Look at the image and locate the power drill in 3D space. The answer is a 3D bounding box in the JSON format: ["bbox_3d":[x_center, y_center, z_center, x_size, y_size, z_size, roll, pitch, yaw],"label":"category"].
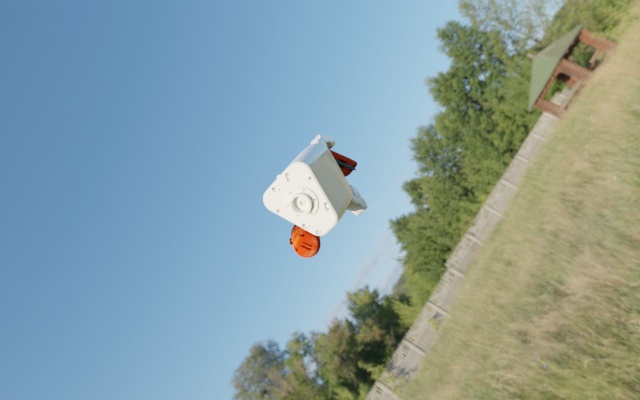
[{"bbox_3d":[0.000,0.002,0.860,0.057,0.187,0.184,21,5,-7],"label":"power drill"}]
